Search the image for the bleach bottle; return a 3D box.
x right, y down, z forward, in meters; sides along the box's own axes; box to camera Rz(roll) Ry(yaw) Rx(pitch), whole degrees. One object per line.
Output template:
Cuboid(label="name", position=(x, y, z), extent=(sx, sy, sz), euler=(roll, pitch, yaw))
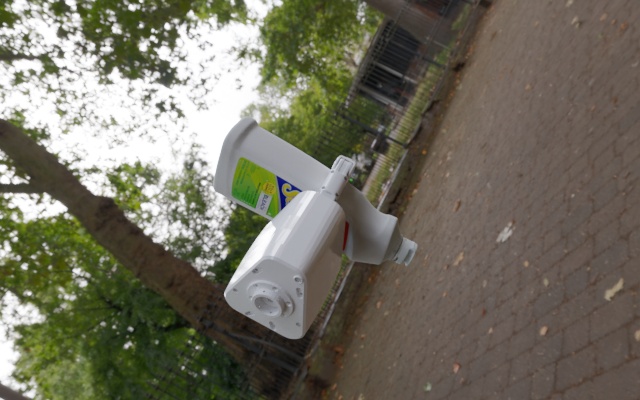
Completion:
Cuboid(label="bleach bottle", position=(0.000, 0.002, 0.567), extent=(0.251, 0.103, 0.068), euler=(27, 41, 3))
